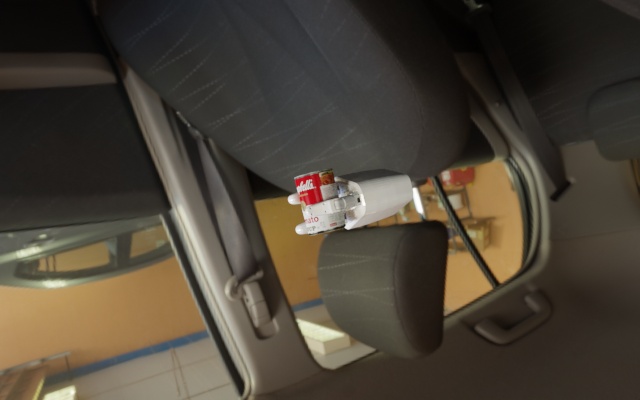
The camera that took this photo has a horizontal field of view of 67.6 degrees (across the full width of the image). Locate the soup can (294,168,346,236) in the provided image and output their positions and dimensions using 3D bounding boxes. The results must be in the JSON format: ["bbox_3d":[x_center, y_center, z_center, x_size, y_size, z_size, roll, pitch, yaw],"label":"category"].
[{"bbox_3d":[0.000,0.003,0.815,0.068,0.102,0.068,-14,0,0],"label":"soup can"}]
